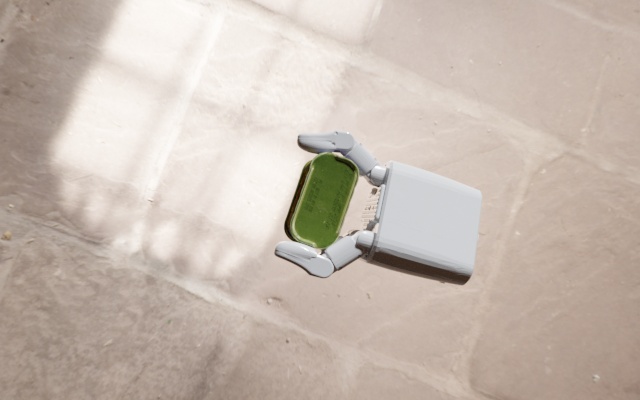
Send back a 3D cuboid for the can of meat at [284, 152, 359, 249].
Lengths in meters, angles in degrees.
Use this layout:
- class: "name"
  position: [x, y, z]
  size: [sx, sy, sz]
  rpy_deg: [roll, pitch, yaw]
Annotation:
- class: "can of meat"
  position: [0.000, 0.002, 0.515]
  size: [0.057, 0.102, 0.084]
  rpy_deg: [19, -4, -5]
